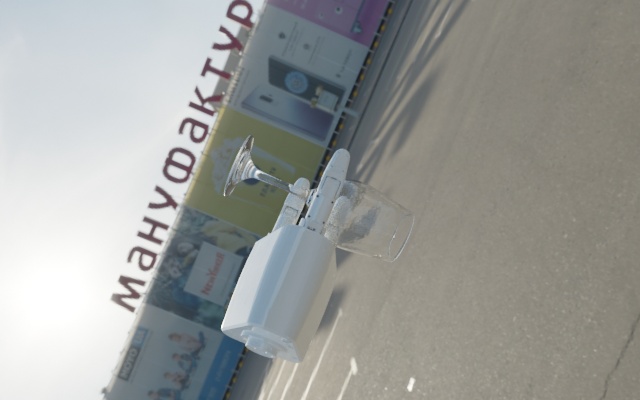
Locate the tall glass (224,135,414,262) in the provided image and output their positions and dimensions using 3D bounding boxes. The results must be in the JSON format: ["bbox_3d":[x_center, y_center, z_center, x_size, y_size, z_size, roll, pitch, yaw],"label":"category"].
[{"bbox_3d":[0.000,0.001,0.533,0.201,0.079,0.079,23,-1,-2],"label":"tall glass"}]
